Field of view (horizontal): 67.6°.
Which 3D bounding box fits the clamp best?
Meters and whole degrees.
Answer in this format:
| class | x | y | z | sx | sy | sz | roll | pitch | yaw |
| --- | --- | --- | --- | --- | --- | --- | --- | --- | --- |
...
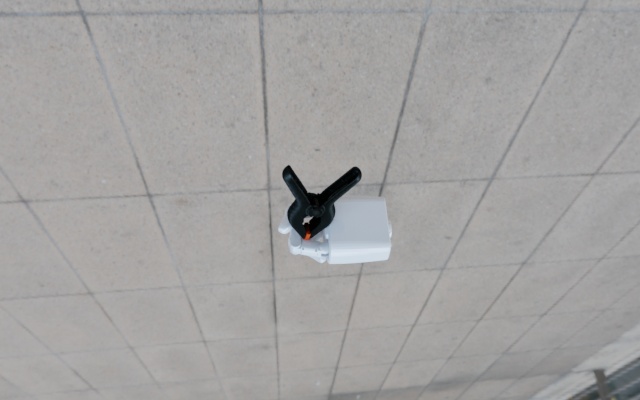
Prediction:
| class | x | y | z | sx | sy | sz | roll | pitch | yaw |
| --- | --- | --- | --- | --- | --- | --- | --- | --- | --- |
| clamp | 0.000 | 0.003 | 0.760 | 0.120 | 0.039 | 0.172 | -1 | -37 | -4 |
